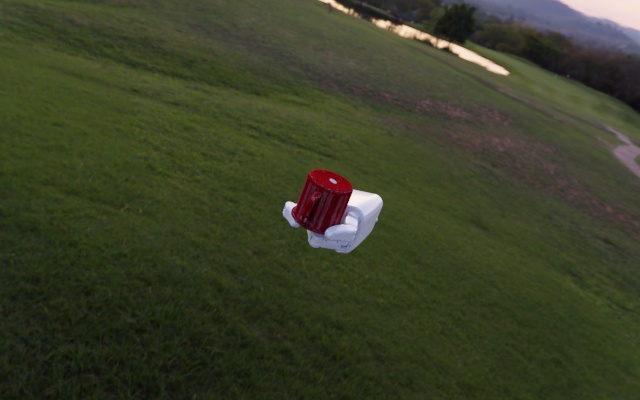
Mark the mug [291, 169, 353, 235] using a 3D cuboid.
[{"bbox_3d":[-0.001,0.003,0.805,0.093,0.081,0.117,30,27,18],"label":"mug"}]
